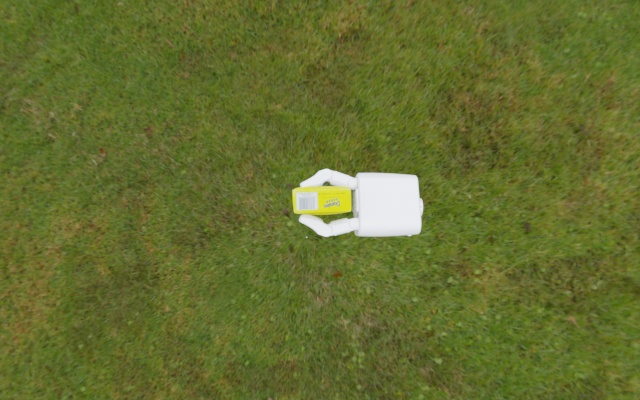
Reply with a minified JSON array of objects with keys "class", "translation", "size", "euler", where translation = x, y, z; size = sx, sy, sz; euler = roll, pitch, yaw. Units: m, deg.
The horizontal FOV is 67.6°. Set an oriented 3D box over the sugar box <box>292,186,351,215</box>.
[{"class":"sugar box","translation":[0.000,0.003,0.832],"size":[0.093,0.048,0.176],"euler":[-1,-4,-1]}]
